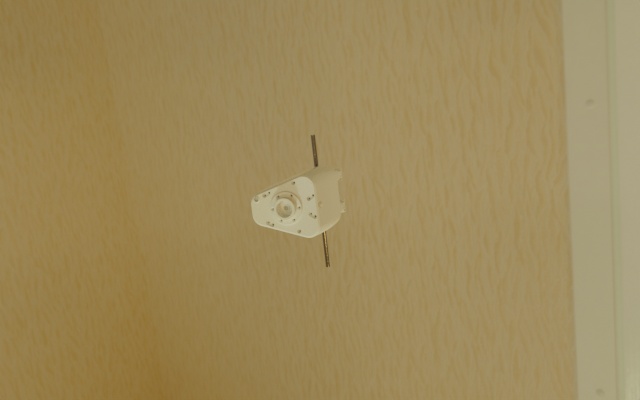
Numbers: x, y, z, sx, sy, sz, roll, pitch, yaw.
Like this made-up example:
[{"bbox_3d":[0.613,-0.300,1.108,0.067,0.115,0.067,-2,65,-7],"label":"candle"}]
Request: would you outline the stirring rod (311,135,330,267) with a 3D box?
[{"bbox_3d":[0.000,0.003,0.858,0.011,0.239,0.011,-6,8,1],"label":"stirring rod"}]
